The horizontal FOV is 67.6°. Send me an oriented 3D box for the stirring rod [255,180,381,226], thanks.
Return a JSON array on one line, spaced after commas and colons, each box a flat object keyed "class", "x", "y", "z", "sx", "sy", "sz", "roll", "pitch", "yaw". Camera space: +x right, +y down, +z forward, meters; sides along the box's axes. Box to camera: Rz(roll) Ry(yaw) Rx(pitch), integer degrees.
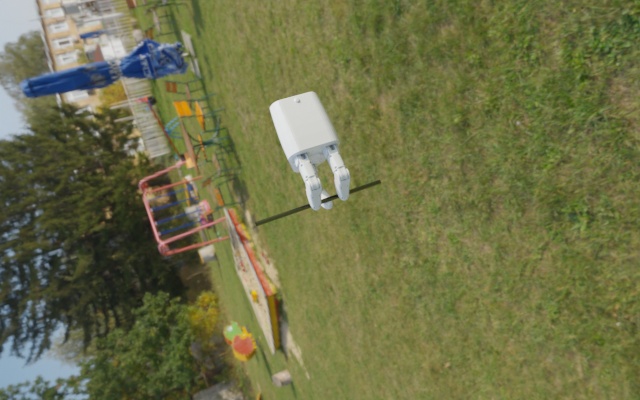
[{"class": "stirring rod", "x": 0.000, "y": 0.003, "z": 0.840, "sx": 0.239, "sy": 0.011, "sz": 0.011, "roll": -19, "pitch": 6, "yaw": -17}]
